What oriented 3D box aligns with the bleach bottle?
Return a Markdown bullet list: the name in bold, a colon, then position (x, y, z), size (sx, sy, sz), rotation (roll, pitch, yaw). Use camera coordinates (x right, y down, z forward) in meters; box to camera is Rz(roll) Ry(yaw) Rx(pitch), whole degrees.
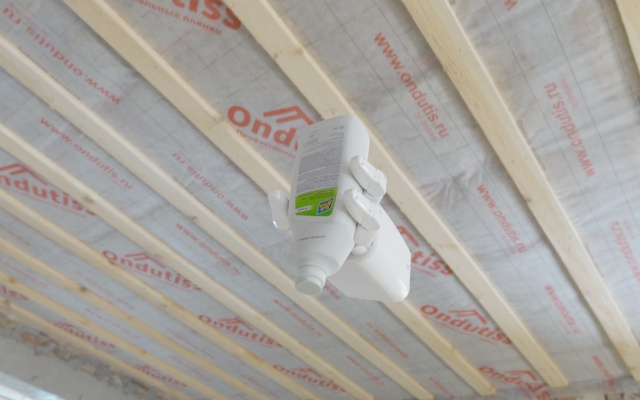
- **bleach bottle**: position (0.000, 0.002, 0.584), size (0.102, 0.250, 0.068), rotation (-15, -48, 28)
